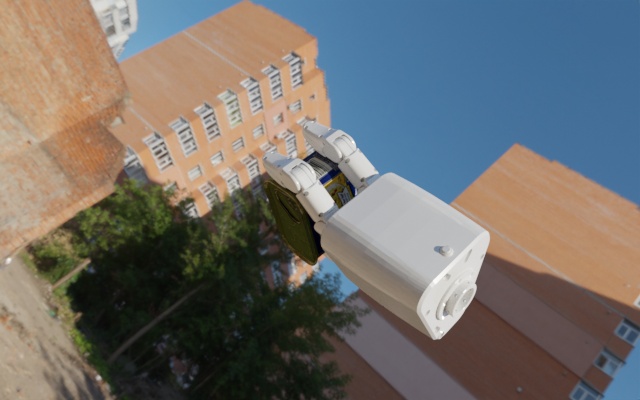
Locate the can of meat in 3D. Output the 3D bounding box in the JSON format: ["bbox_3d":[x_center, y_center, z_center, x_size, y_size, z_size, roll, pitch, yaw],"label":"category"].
[{"bbox_3d":[0.000,0.001,0.485,0.084,0.102,0.057,-37,47,-23],"label":"can of meat"}]
